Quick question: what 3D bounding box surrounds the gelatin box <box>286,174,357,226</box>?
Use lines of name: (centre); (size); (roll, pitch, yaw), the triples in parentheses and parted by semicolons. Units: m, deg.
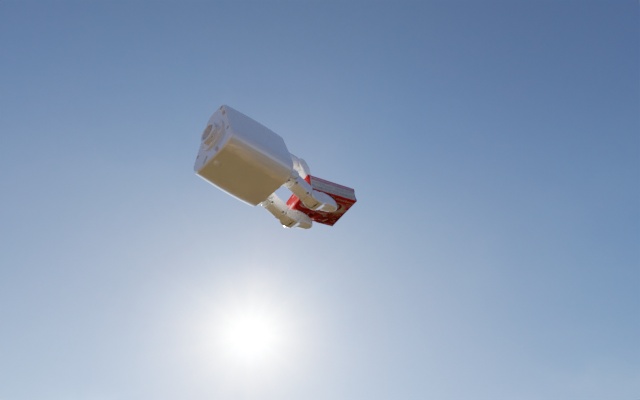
gelatin box: (0.000, 0.002, 0.754); (0.089, 0.030, 0.073); (16, -44, -28)
